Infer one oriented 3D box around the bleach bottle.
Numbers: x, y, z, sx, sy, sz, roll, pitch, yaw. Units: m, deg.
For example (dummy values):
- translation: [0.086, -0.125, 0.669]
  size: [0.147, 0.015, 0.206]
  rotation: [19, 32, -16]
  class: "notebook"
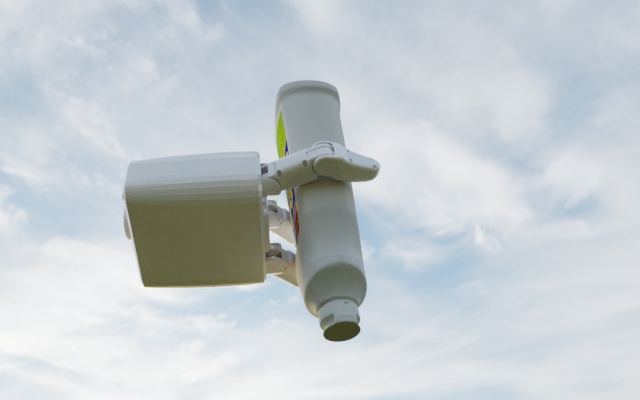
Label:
- translation: [0.000, 0.001, 0.427]
  size: [0.068, 0.103, 0.250]
  rotation: [-2, 45, -9]
  class: "bleach bottle"
